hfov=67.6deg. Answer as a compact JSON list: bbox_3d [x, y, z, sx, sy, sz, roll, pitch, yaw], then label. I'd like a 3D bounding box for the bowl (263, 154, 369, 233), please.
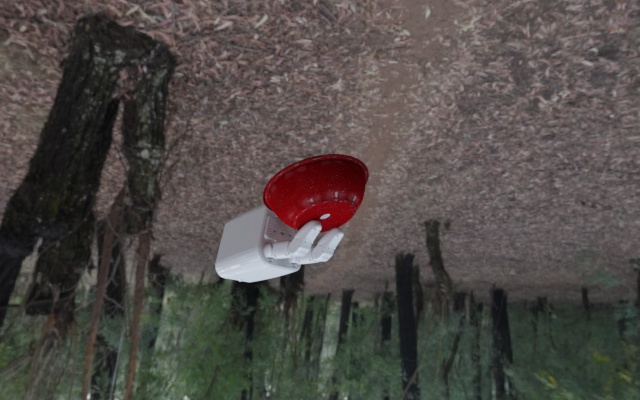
[{"bbox_3d":[0.001,0.002,0.692,0.162,0.055,0.162,-13,-30,-7],"label":"bowl"}]
